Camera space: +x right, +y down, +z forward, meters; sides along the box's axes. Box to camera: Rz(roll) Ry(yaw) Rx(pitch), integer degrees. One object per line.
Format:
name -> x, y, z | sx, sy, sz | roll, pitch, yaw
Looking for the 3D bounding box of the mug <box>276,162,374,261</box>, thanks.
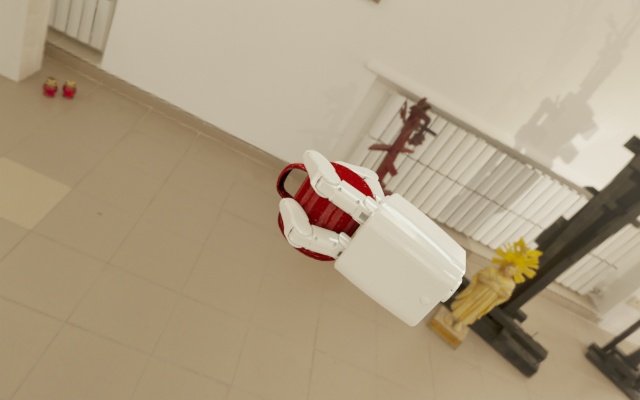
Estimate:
mug -> -0.001, 0.001, 0.556 | 0.117, 0.081, 0.093 | 40, 33, 10
